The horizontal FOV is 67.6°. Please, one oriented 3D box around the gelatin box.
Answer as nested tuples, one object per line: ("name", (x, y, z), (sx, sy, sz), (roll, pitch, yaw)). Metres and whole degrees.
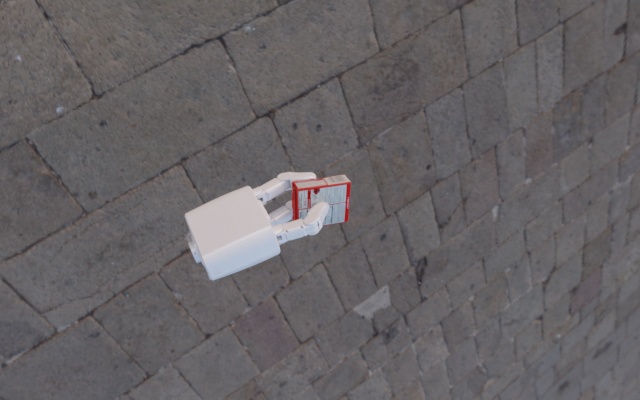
("gelatin box", (0.001, 0.003, 0.737), (0.089, 0.073, 0.030), (-9, 32, -16))
